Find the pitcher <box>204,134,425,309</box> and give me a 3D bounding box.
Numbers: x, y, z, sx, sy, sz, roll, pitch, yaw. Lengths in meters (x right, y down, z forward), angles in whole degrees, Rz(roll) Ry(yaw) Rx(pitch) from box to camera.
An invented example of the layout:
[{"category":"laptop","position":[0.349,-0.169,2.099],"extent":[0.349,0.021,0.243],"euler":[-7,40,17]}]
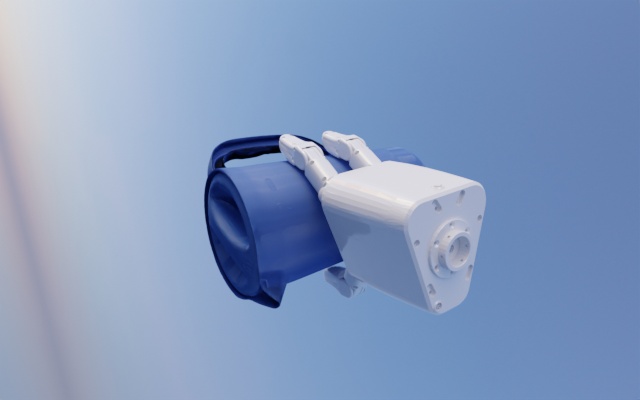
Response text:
[{"category":"pitcher","position":[0.000,0.002,0.531],"extent":[0.243,0.149,0.145],"euler":[-14,20,-31]}]
